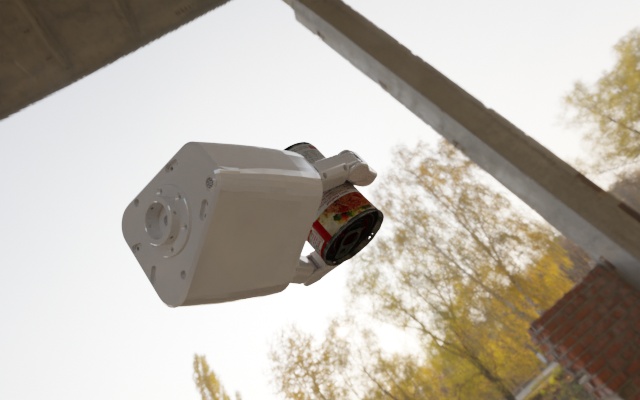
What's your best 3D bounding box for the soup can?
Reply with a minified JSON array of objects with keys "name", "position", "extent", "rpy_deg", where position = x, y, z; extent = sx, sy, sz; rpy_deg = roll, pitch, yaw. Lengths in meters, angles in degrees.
[{"name":"soup can","position":[0.000,0.001,0.446],"extent":[0.068,0.068,0.102],"rpy_deg":[0,41,-53]}]
